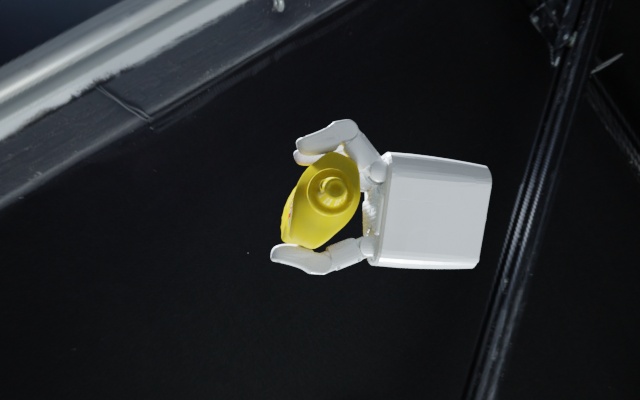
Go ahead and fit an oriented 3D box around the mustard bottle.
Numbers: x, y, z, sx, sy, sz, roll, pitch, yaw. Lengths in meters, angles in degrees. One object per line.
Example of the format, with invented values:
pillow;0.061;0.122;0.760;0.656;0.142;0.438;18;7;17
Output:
mustard bottle;0.000;0.001;0.478;0.058;0.096;0.191;29;-9;-4
